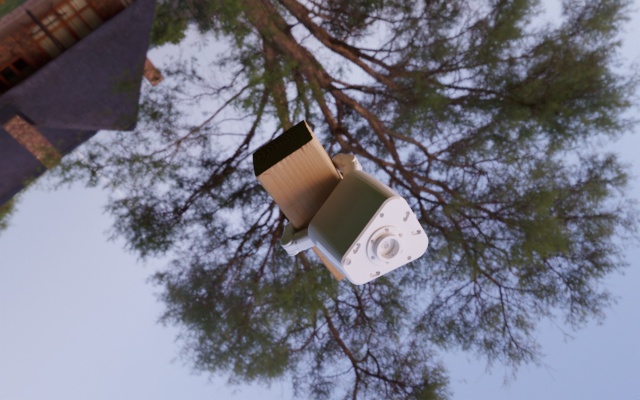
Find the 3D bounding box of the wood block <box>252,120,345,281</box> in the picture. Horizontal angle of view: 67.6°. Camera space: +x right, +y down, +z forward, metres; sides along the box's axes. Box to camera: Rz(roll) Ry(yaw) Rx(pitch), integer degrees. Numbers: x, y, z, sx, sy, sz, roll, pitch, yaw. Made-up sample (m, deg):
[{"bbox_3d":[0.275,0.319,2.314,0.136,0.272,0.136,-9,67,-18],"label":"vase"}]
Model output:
[{"bbox_3d":[0.000,0.003,0.680,0.091,0.206,0.090,-33,28,6],"label":"wood block"}]
